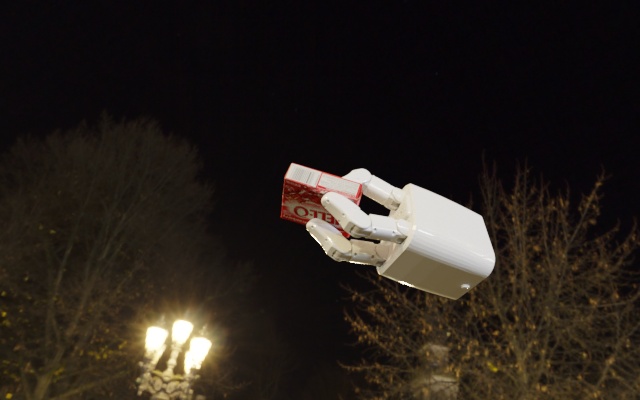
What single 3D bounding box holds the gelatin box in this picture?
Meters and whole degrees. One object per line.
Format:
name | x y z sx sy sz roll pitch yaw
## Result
gelatin box | 0.000 0.001 0.565 0.089 0.030 0.073 17 -40 6
